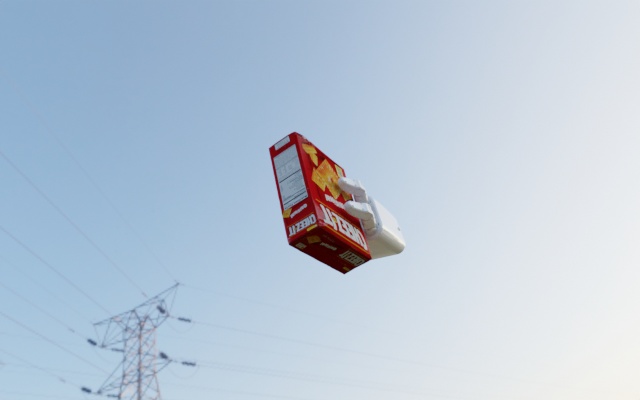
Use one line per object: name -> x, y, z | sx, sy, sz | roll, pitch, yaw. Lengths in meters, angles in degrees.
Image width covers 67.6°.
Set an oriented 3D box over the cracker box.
cracker box -> 0.000, 0.003, 0.841 | 0.072, 0.213, 0.164 | -32, -40, 21
